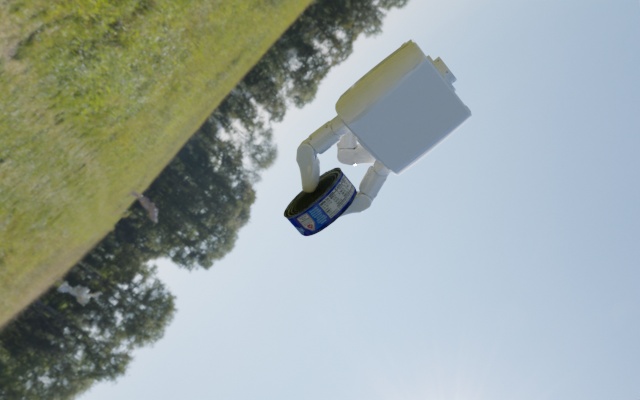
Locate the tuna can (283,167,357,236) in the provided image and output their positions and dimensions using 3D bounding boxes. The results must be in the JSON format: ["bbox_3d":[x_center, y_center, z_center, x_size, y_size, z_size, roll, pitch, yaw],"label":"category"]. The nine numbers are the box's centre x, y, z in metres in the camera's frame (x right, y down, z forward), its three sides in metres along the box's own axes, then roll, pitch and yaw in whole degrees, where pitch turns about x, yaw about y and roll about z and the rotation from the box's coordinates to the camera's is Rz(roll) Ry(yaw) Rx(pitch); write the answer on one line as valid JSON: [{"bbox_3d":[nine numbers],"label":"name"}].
[{"bbox_3d":[0.000,0.002,0.555,0.086,0.034,0.086,-37,15,12],"label":"tuna can"}]
